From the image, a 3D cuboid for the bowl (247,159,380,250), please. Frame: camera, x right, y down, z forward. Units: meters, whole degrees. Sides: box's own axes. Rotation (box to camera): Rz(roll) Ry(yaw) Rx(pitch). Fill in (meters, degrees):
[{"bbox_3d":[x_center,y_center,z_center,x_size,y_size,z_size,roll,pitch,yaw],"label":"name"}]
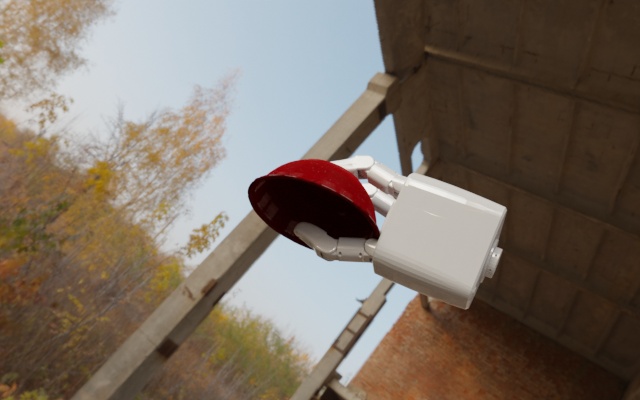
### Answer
[{"bbox_3d":[-0.001,0.001,0.552,0.162,0.055,0.162,18,-29,10],"label":"bowl"}]
